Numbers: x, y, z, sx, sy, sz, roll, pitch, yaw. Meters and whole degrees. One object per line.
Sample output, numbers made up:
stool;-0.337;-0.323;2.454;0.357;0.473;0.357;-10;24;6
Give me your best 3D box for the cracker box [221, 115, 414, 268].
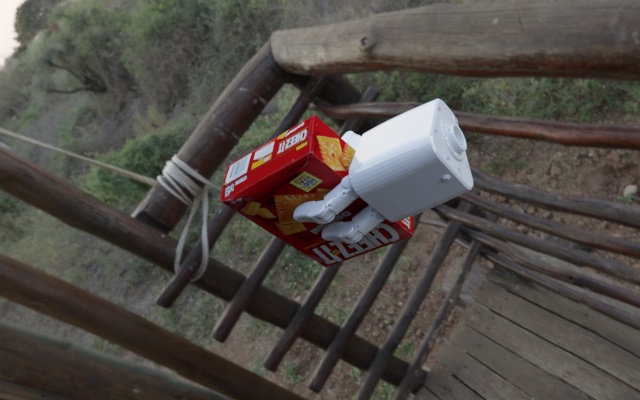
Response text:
cracker box;0.000;0.002;0.644;0.164;0.072;0.214;-24;-46;34
